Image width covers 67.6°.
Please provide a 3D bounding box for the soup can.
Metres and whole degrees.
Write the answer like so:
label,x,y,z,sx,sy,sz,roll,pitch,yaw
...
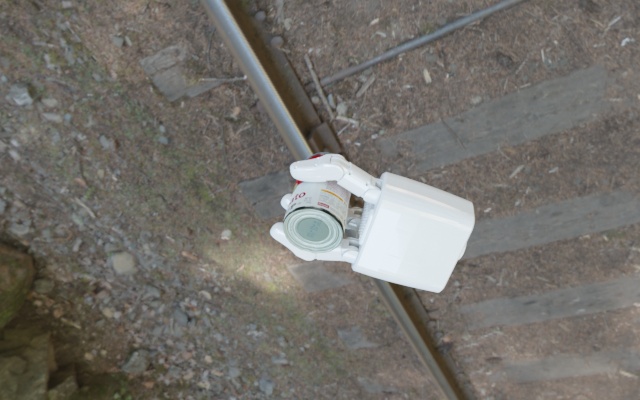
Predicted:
label,x,y,z,sx,sy,sz,roll,pitch,yaw
soup can,0.000,0.002,0.542,0.068,0.069,0.102,0,39,12
